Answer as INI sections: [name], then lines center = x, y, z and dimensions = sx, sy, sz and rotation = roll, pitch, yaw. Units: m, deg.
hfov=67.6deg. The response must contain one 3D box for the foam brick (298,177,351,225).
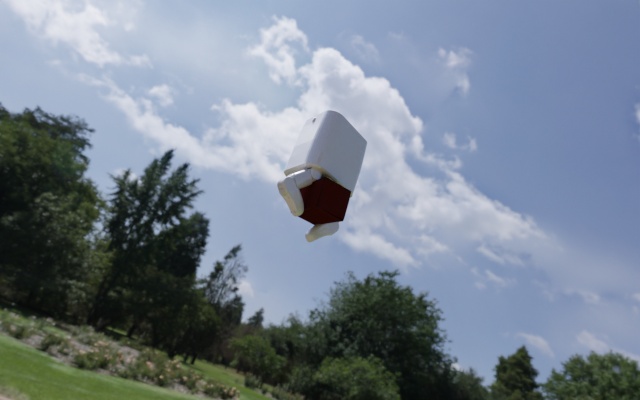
[foam brick]
center = 0.000, 0.002, 0.733
dimensions = 0.053, 0.051, 0.078
rotation = 29, -22, -28
